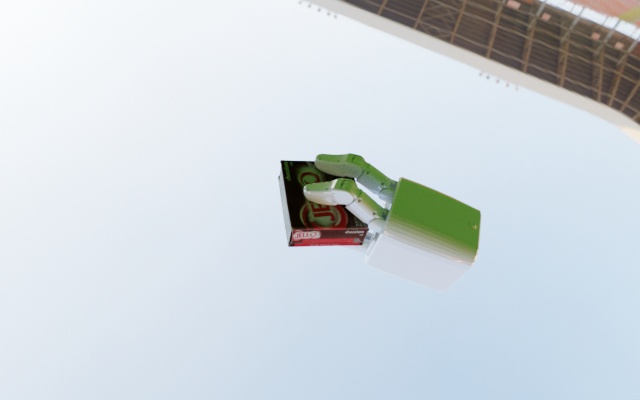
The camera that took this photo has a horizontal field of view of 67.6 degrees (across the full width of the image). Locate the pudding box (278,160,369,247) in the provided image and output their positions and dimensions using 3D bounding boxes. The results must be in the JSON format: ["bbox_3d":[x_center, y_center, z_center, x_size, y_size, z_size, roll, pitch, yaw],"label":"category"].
[{"bbox_3d":[0.000,0.002,0.565,0.090,0.113,0.039,1,-45,-15],"label":"pudding box"}]
